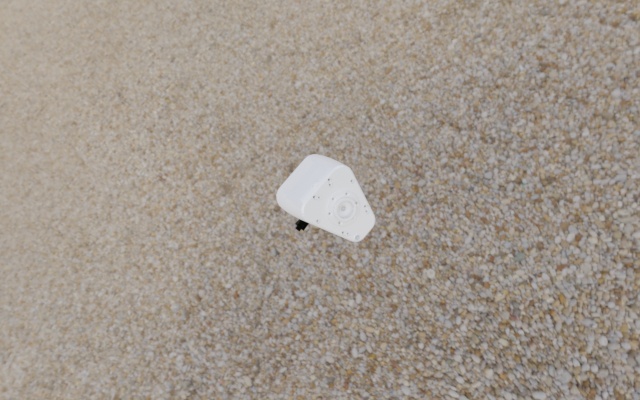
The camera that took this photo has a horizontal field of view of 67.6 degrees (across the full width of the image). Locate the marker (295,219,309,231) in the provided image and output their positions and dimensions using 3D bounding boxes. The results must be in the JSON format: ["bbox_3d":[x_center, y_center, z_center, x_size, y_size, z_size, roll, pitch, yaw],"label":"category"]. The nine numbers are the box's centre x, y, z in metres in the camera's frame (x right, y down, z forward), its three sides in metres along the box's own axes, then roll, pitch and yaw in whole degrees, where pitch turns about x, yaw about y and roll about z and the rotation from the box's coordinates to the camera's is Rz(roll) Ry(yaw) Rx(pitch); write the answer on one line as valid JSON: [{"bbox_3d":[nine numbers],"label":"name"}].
[{"bbox_3d":[0.000,0.003,0.795,0.020,0.121,0.020,39,-6,5],"label":"marker"}]
